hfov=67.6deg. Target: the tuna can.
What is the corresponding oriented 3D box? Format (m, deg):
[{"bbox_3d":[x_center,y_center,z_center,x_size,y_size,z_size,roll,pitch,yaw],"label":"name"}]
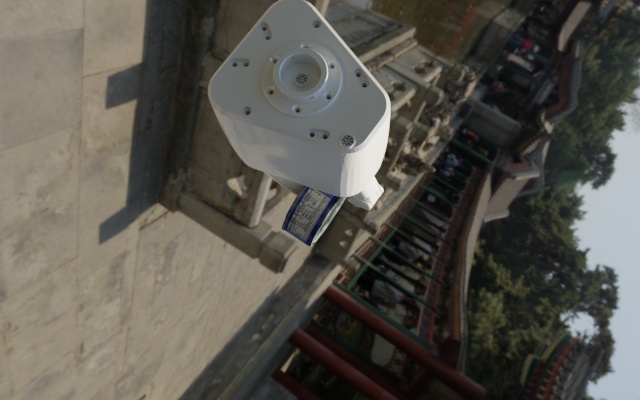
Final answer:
[{"bbox_3d":[0.001,0.002,0.465,0.034,0.086,0.086,33,4,6],"label":"tuna can"}]
